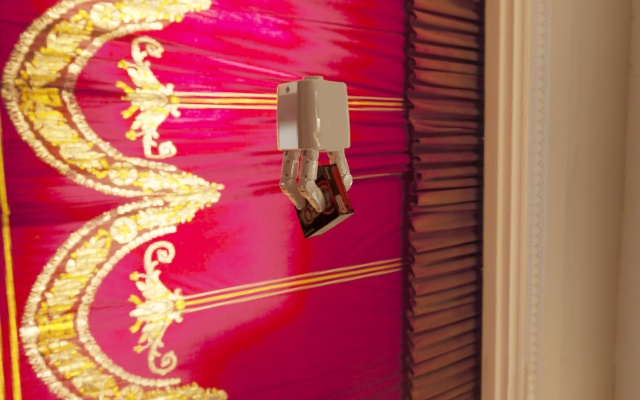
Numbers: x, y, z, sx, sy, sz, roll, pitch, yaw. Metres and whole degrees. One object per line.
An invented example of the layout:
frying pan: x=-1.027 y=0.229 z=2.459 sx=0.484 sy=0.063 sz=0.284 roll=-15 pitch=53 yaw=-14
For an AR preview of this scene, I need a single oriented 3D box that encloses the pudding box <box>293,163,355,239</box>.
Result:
pudding box: x=0.000 y=0.003 z=0.794 sx=0.039 sy=0.090 sz=0.113 roll=-8 pitch=-19 yaw=-34
